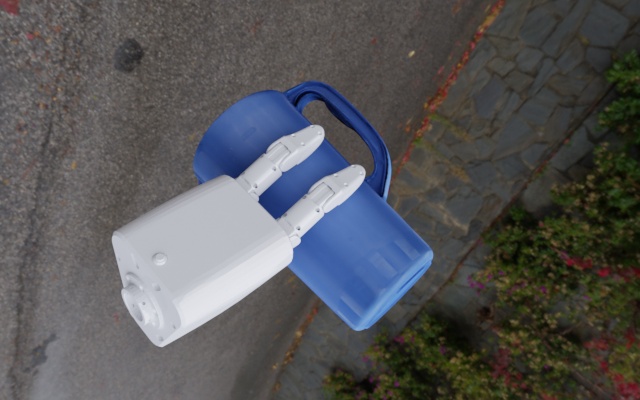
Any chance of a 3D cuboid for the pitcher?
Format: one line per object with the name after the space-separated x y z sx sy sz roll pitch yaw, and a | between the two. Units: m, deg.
0.000 0.002 0.489 0.145 0.242 0.149 -30 -23 -40 | pitcher
